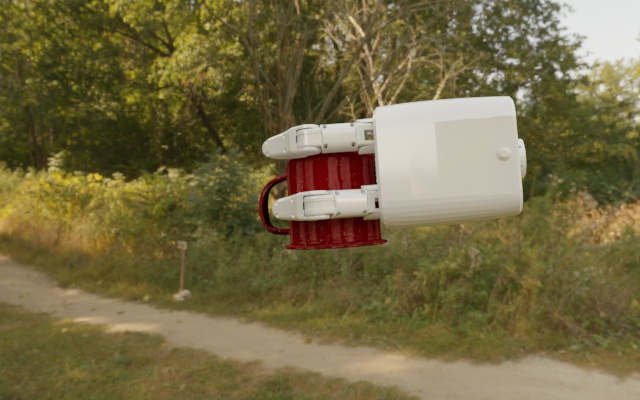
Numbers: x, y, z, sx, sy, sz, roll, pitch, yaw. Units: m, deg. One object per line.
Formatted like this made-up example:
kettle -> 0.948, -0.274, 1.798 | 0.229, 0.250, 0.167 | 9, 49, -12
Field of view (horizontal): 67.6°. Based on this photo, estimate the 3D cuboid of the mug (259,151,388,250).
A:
mug -> -0.001, 0.001, 0.438 | 0.117, 0.081, 0.093 | -4, -3, 13
